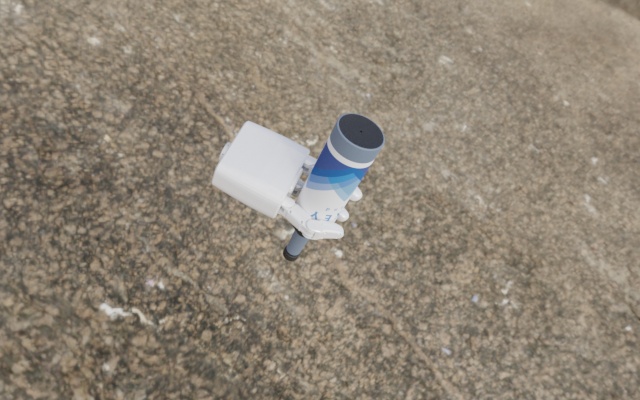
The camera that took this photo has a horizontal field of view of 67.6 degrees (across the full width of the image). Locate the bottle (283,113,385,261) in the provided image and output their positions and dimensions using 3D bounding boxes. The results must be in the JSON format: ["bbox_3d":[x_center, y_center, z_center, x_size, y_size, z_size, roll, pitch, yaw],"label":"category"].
[{"bbox_3d":[0.000,0.002,0.706,0.069,0.069,0.296,0,-38,-26],"label":"bottle"}]
